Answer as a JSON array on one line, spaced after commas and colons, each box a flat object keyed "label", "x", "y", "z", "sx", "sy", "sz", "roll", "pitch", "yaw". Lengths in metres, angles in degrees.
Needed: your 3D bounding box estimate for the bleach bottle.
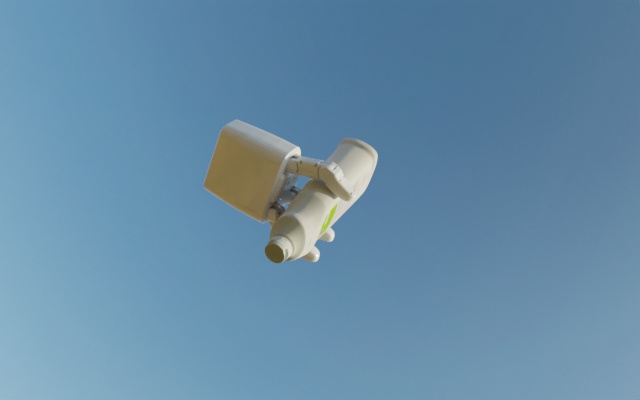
[{"label": "bleach bottle", "x": 0.000, "y": 0.002, "z": 0.669, "sx": 0.068, "sy": 0.103, "sz": 0.250, "roll": 27, "pitch": 36, "yaw": 13}]
